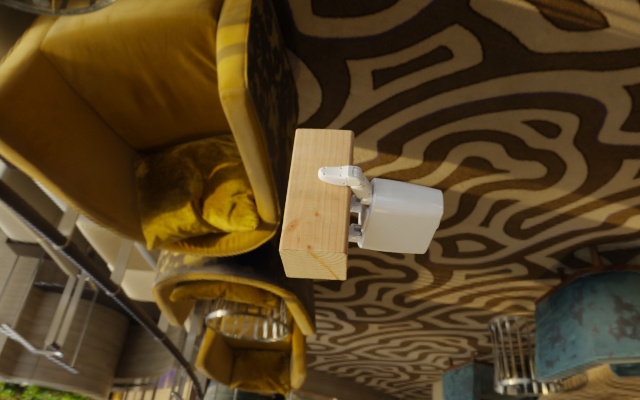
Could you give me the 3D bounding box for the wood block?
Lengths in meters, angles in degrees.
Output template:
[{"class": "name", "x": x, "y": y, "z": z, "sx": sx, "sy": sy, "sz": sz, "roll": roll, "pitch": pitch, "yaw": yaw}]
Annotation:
[{"class": "wood block", "x": 0.000, "y": 0.002, "z": 0.706, "sx": 0.090, "sy": 0.206, "sz": 0.091, "roll": 3, "pitch": -32, "yaw": 4}]
